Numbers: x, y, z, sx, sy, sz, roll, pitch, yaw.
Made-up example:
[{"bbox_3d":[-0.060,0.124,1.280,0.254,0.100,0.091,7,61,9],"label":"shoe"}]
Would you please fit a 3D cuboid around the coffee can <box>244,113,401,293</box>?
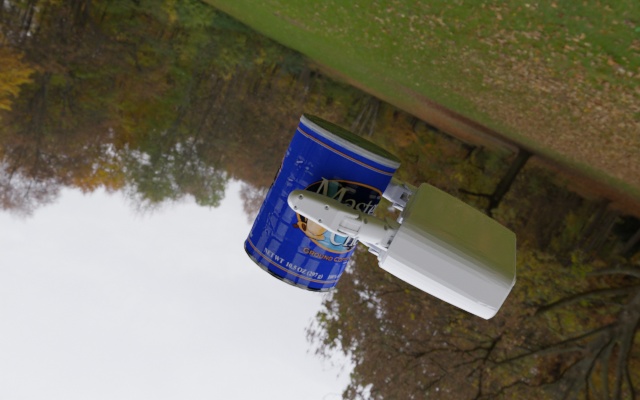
[{"bbox_3d":[0.000,0.001,0.462,0.103,0.140,0.102,25,13,-6],"label":"coffee can"}]
